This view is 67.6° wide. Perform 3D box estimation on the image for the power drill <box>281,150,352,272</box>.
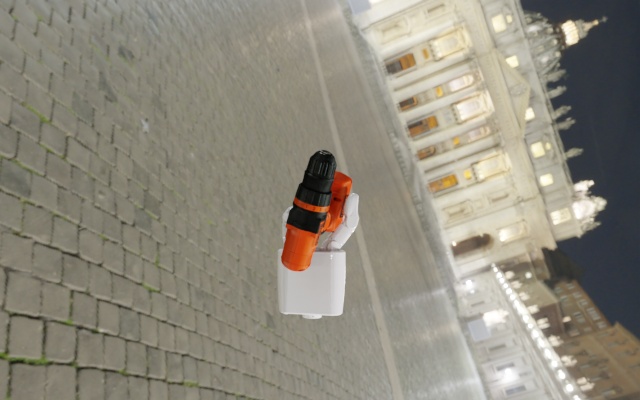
[{"bbox_3d":[0.000,0.003,0.753,0.057,0.184,0.187,21,16,12],"label":"power drill"}]
